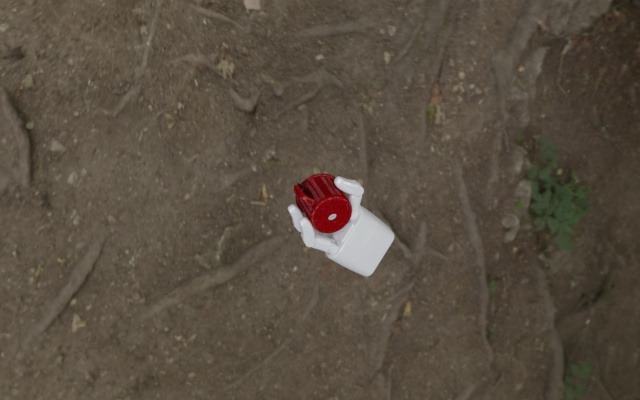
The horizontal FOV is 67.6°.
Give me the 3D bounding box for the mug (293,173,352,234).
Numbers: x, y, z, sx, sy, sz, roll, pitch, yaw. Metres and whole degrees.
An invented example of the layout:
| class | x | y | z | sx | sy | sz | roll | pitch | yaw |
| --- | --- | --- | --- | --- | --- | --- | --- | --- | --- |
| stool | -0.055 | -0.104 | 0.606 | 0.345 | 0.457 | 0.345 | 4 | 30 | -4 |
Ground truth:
| class | x | y | z | sx | sy | sz | roll | pitch | yaw |
| --- | --- | --- | --- | --- | --- | --- | --- | --- | --- |
| mug | -0.001 | 0.002 | 0.882 | 0.117 | 0.093 | 0.081 | 31 | 15 | -33 |
